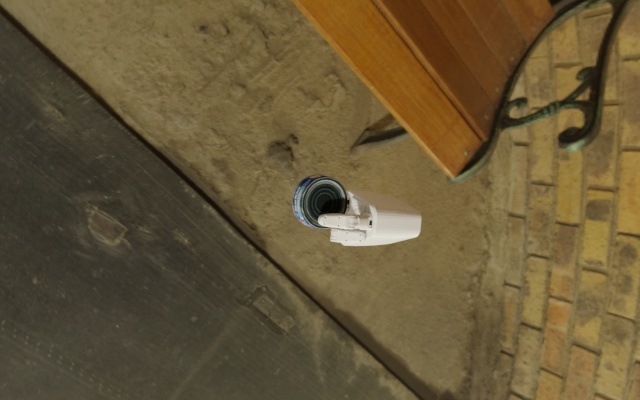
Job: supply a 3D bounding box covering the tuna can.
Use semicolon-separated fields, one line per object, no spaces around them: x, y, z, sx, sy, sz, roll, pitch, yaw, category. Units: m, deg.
0.000;0.003;0.760;0.086;0.086;0.033;0;6;-28;tuna can
